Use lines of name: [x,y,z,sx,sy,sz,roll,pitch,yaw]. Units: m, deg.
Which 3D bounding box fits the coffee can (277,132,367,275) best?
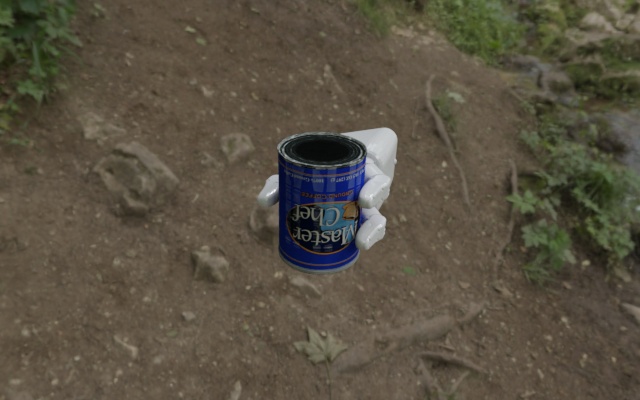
coffee can: [0.000,0.002,0.571,0.103,0.140,0.102,2,29,-1]
